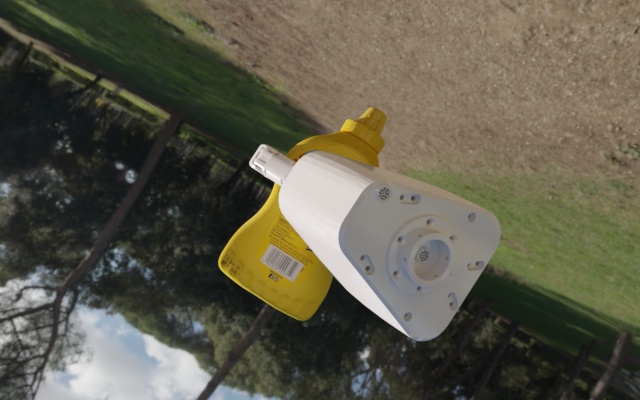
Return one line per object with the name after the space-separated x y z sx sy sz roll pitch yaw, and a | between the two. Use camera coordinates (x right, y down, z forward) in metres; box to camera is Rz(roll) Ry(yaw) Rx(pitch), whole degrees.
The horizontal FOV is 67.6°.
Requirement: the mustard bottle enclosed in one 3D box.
0.000 0.002 0.422 0.096 0.191 0.058 33 -1 -1 | mustard bottle
